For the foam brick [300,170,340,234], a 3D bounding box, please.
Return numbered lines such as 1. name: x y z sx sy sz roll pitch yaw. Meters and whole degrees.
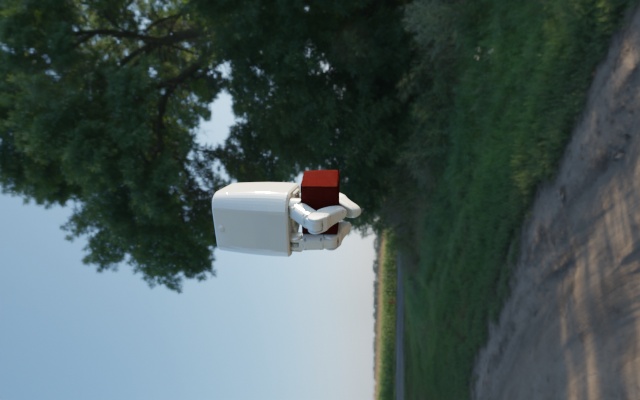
1. foam brick: 0.000 0.002 0.670 0.051 0.078 0.053 2 28 5
